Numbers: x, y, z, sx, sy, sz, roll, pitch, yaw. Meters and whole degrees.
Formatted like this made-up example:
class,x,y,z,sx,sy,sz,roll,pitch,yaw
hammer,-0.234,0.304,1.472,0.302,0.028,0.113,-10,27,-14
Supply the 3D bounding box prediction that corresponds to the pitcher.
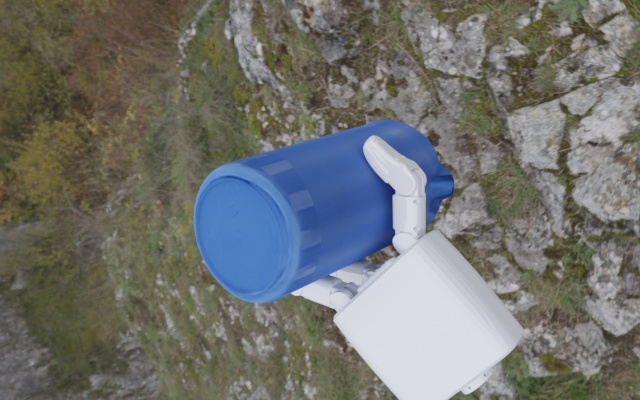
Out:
class,x,y,z,sx,sy,sz,roll,pitch,yaw
pitcher,0.000,0.002,0.446,0.243,0.145,0.149,-20,-25,-52
